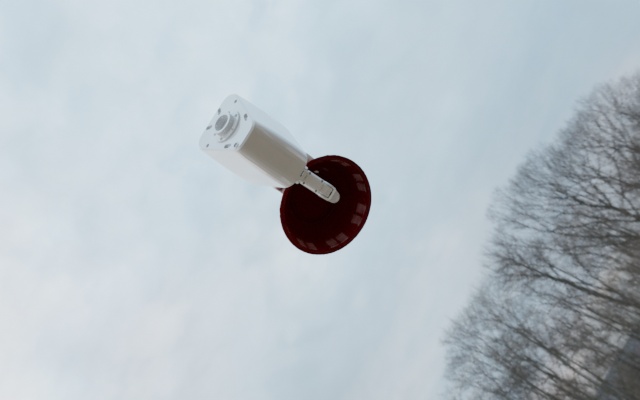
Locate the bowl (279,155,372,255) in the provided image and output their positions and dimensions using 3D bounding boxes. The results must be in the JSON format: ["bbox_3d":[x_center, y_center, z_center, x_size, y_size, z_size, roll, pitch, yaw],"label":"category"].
[{"bbox_3d":[0.001,0.003,0.764,0.162,0.162,0.055,0,15,-28],"label":"bowl"}]
